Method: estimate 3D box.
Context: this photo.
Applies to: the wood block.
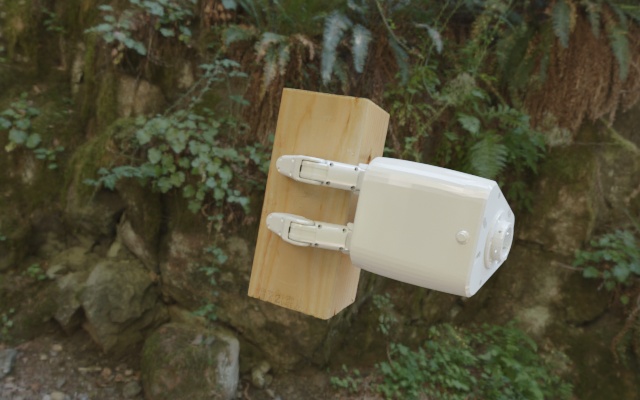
[{"bbox_3d":[0.001,0.002,0.490,0.090,0.206,0.091,12,5,21],"label":"wood block"}]
